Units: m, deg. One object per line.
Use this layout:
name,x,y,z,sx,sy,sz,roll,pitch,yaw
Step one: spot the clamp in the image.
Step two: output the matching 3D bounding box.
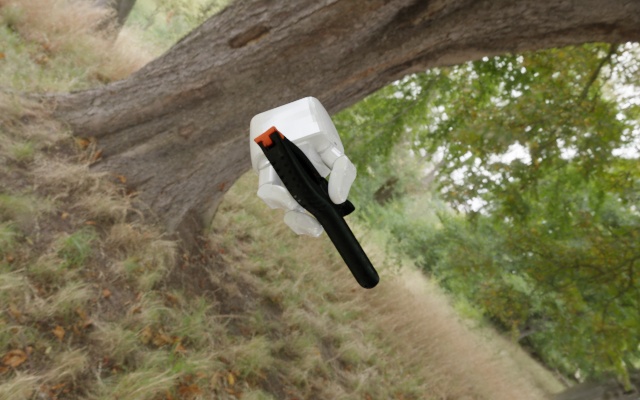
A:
clamp,0.000,0.001,0.558,0.036,0.164,0.210,-34,-52,11
